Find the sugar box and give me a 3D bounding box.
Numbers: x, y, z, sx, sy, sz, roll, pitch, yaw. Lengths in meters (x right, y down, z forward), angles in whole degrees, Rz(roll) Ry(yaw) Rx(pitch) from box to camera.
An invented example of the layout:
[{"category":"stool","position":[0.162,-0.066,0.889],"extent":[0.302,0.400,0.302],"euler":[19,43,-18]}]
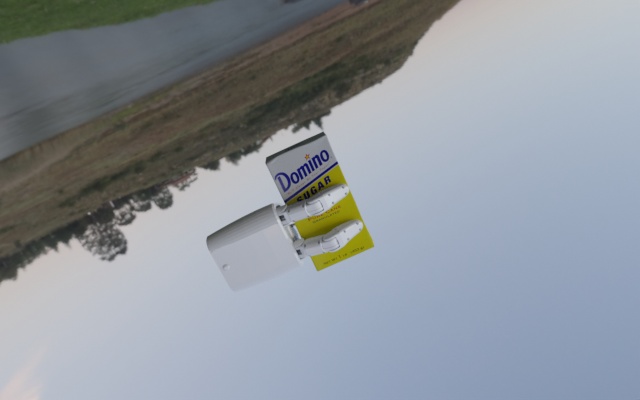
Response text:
[{"category":"sugar box","position":[0.000,0.003,0.674],"extent":[0.093,0.176,0.048],"euler":[-25,17,3]}]
